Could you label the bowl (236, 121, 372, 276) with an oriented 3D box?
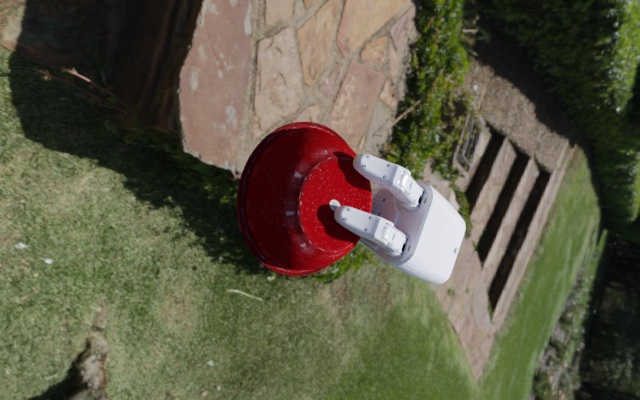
[{"bbox_3d":[-0.001,0.001,0.476,0.162,0.162,0.055,0,5,-37],"label":"bowl"}]
